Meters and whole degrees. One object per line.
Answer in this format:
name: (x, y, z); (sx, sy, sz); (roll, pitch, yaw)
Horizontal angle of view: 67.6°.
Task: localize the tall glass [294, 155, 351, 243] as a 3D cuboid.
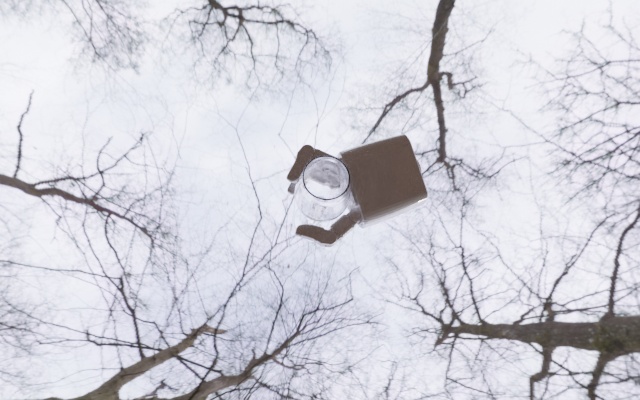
tall glass: (0.000, 0.003, 0.701); (0.079, 0.079, 0.201); (0, -18, -4)
